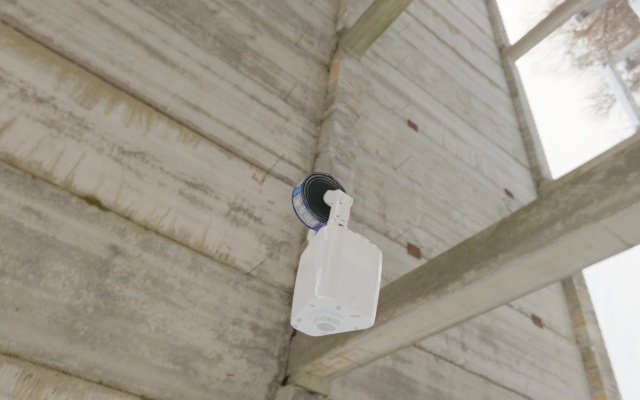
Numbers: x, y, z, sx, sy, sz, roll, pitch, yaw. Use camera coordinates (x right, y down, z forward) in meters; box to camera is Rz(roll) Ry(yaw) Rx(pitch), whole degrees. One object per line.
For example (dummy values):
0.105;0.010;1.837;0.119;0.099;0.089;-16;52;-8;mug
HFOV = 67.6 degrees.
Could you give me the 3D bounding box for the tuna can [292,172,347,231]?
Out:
0.000;0.003;0.715;0.086;0.086;0.034;0;-25;-39;tuna can
